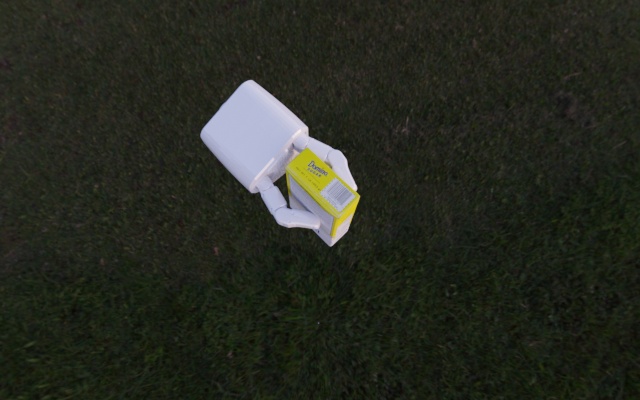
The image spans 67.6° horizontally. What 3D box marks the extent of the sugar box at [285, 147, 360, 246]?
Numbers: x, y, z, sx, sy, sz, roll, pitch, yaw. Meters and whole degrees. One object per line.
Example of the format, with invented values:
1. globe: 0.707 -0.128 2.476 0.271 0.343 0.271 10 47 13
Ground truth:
1. sugar box: 0.000 0.002 0.652 0.048 0.093 0.176 -44 -10 -10
